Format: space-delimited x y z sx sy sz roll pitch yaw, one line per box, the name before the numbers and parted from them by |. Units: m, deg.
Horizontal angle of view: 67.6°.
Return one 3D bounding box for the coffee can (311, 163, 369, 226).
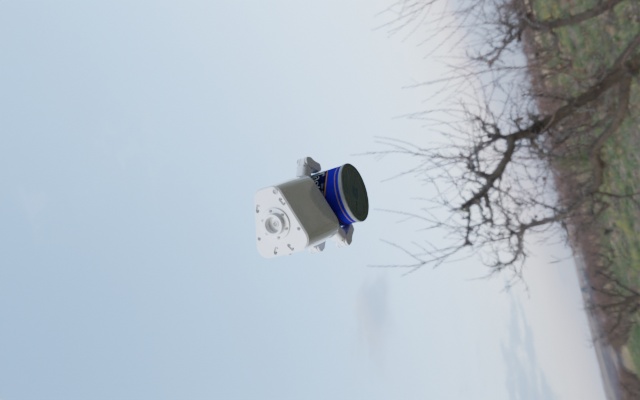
coffee can | 0.000 0.003 0.837 0.140 0.103 0.103 -16 -7 27
